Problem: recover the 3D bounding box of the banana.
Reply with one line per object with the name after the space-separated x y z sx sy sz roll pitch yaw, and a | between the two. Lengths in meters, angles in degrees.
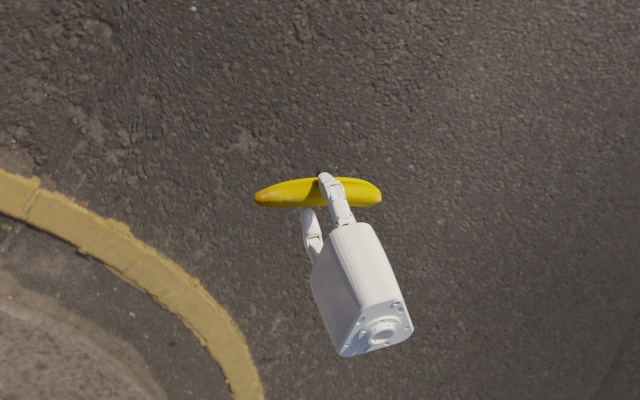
0.012 -0.006 0.650 0.198 0.037 0.070 3 -28 -29 | banana
